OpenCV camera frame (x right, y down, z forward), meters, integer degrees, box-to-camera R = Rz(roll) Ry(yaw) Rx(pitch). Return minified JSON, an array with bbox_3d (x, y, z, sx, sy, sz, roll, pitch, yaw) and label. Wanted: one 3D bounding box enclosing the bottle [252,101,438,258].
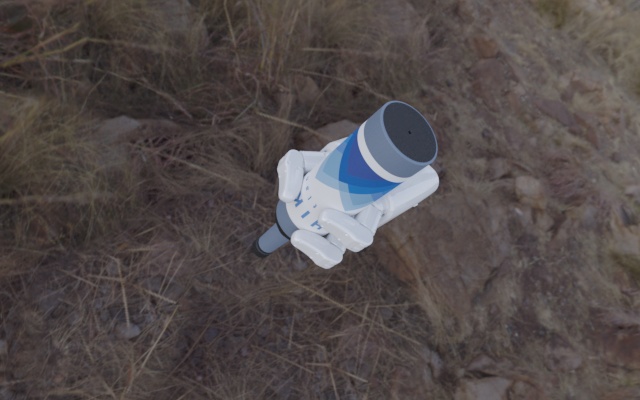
[{"bbox_3d":[0.000,0.002,0.528,0.069,0.069,0.296,0,-25,-36],"label":"bottle"}]
